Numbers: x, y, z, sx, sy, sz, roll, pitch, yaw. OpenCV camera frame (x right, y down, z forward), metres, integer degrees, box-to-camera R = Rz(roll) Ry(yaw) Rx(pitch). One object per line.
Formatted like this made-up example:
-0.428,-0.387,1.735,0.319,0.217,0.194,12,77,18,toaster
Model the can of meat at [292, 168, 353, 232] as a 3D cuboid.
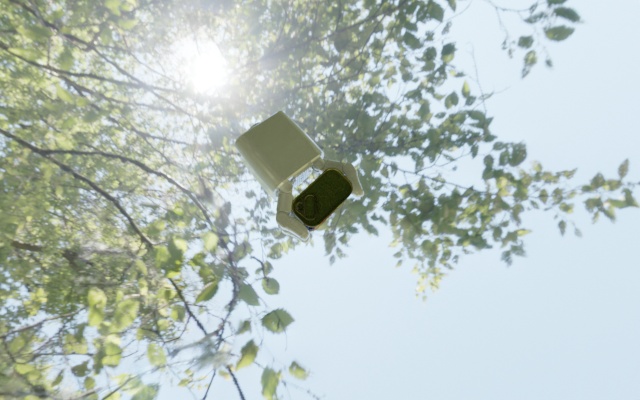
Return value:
0.000,0.003,0.793,0.102,0.057,0.084,-43,-5,-11,can of meat
